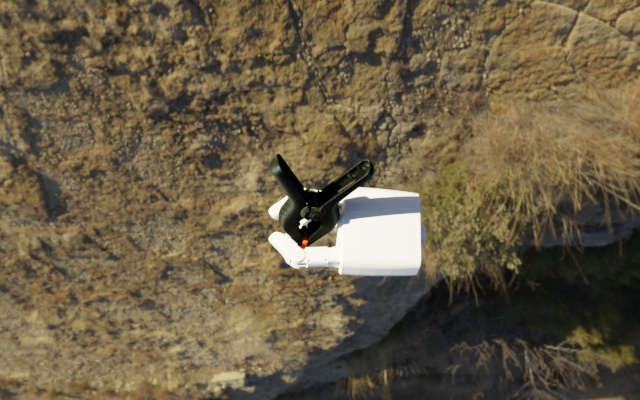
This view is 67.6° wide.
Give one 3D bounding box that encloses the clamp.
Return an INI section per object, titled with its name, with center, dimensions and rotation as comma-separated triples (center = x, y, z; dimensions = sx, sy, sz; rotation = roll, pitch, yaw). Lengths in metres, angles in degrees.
[clamp]
center = 0.000, 0.003, 0.598
dimensions = 0.120, 0.039, 0.172
rotation = 2, -35, -1
